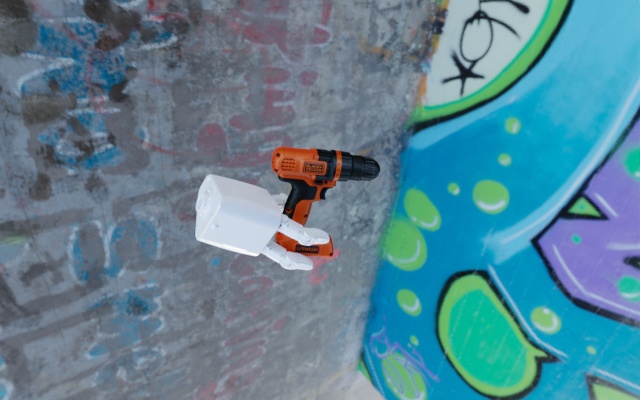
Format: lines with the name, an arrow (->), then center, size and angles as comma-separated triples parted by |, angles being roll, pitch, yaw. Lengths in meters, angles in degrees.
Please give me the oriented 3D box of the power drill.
power drill -> 0.000, 0.003, 0.819 | 0.184, 0.188, 0.057 | 6, 19, -11
